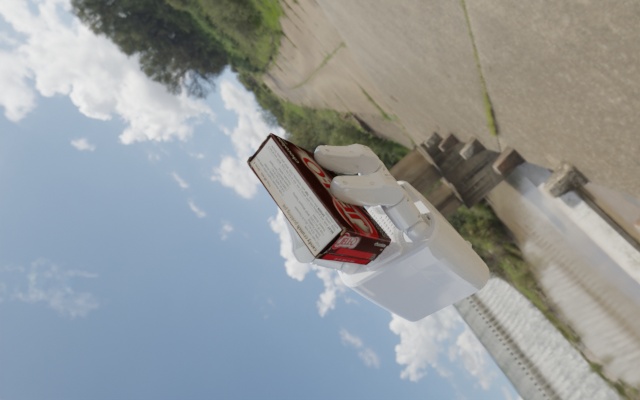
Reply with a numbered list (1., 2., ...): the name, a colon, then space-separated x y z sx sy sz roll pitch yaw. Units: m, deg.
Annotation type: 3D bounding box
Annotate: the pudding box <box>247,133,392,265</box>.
1. pudding box: 0.000 0.001 0.407 0.113 0.039 0.090 50 15 28
